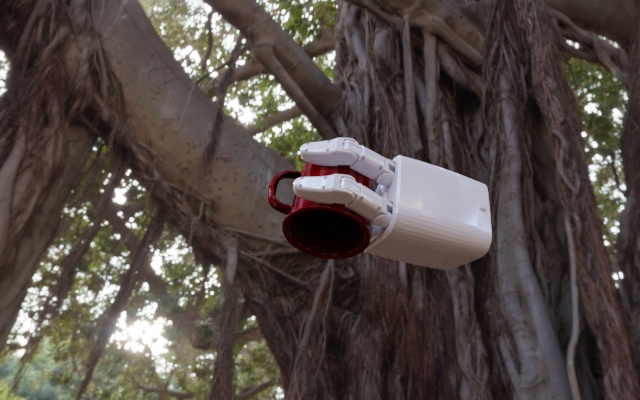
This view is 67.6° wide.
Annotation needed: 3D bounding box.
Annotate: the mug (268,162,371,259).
[{"bbox_3d":[-0.001,0.001,0.518,0.117,0.081,0.093,17,-39,-8],"label":"mug"}]
